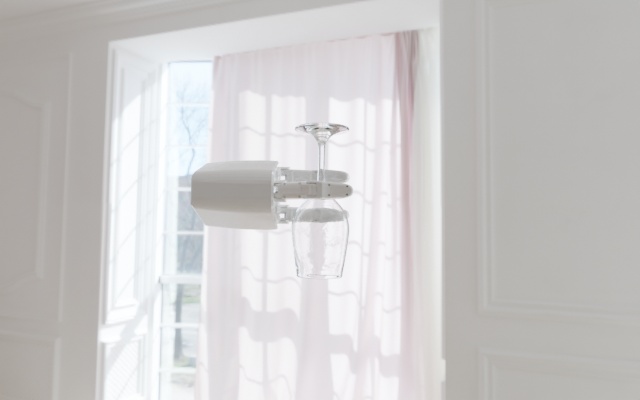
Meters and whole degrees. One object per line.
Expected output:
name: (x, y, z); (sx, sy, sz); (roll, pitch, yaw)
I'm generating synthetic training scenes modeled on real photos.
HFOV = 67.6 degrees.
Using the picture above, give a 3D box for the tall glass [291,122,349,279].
tall glass: (0.000, 0.001, 0.641); (0.079, 0.201, 0.079); (1, -4, 0)
